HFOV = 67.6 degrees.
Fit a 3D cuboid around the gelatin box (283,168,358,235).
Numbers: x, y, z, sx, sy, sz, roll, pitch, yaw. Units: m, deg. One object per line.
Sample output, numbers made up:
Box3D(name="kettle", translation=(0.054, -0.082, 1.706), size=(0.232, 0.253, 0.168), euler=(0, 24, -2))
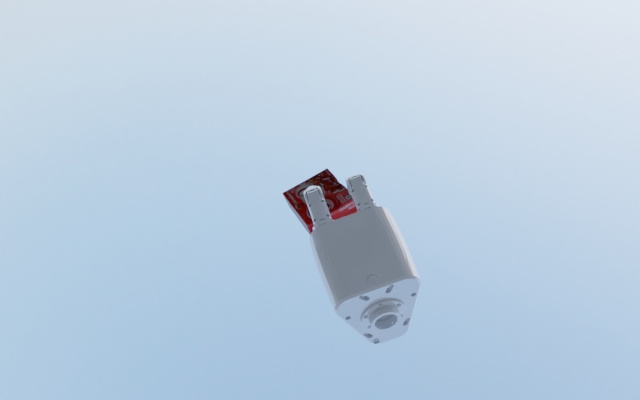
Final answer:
Box3D(name="gelatin box", translation=(0.000, 0.002, 0.638), size=(0.073, 0.030, 0.089), euler=(-30, 39, -9))
